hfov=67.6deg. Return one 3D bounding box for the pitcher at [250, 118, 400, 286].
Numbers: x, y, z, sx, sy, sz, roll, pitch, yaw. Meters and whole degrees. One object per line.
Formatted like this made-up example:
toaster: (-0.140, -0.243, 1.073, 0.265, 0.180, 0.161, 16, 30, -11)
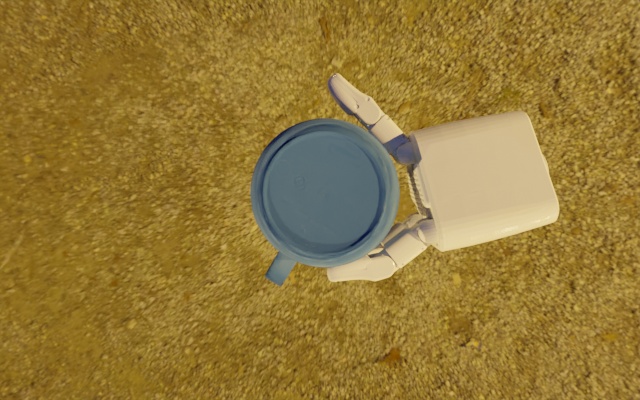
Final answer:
pitcher: (0.000, 0.001, 0.453, 0.145, 0.149, 0.243, -13, 1, 2)
